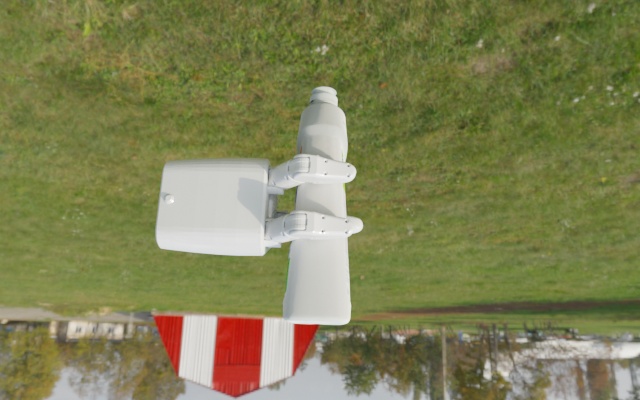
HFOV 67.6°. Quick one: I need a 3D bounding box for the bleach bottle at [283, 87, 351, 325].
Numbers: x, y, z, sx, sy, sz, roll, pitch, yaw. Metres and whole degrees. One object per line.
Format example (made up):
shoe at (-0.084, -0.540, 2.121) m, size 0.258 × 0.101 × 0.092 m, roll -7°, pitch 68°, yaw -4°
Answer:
bleach bottle at (0.000, 0.002, 0.509) m, size 0.068 × 0.250 × 0.102 m, roll 2°, pitch -16°, yaw 1°
